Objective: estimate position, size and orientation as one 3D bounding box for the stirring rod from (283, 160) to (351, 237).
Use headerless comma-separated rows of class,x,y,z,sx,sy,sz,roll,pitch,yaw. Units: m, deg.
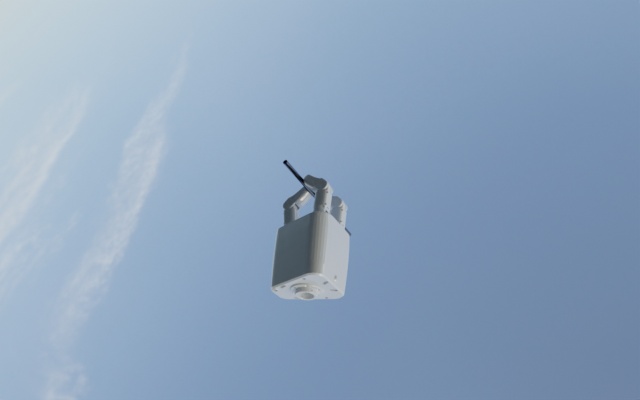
stirring rod,0.000,0.003,0.838,0.011,0.011,0.240,0,-32,33
